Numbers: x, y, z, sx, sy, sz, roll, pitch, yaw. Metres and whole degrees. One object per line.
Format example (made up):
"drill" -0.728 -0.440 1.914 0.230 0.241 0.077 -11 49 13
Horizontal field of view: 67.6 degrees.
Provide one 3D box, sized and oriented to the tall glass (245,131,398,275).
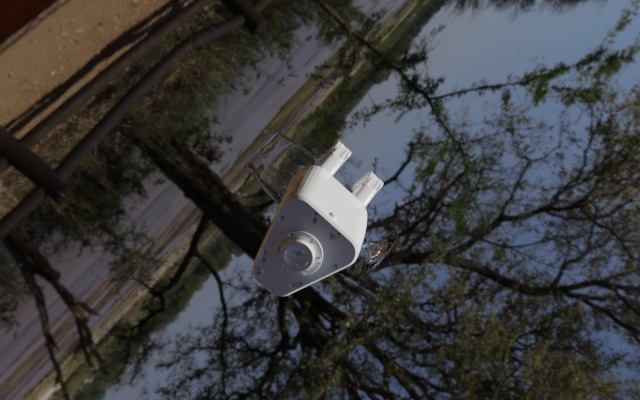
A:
"tall glass" 0.001 0.002 0.604 0.201 0.079 0.079 42 -6 -7
